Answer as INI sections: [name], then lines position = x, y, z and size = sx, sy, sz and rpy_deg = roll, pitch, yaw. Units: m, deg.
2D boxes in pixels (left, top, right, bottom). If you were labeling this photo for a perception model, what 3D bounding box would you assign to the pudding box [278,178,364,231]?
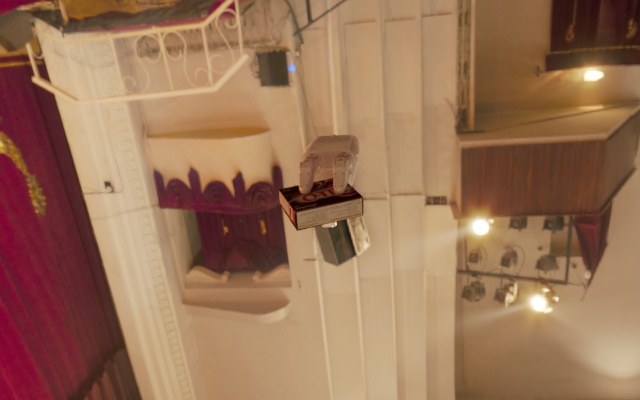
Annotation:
[pudding box]
position = 0.000, 0.003, 0.752
size = 0.113, 0.039, 0.090
rpy_deg = -14, 26, -15
